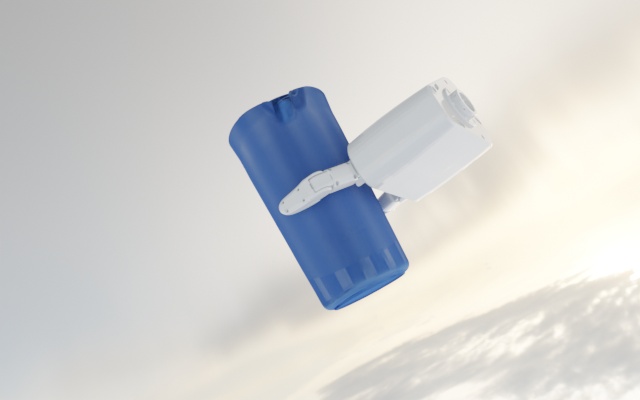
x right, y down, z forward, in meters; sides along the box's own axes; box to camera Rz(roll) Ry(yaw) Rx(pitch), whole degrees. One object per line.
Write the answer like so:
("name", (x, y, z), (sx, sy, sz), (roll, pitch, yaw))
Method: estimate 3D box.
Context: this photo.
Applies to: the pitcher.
("pitcher", (0.000, 0.002, 0.570), (0.145, 0.242, 0.149), (-38, -19, 32))
